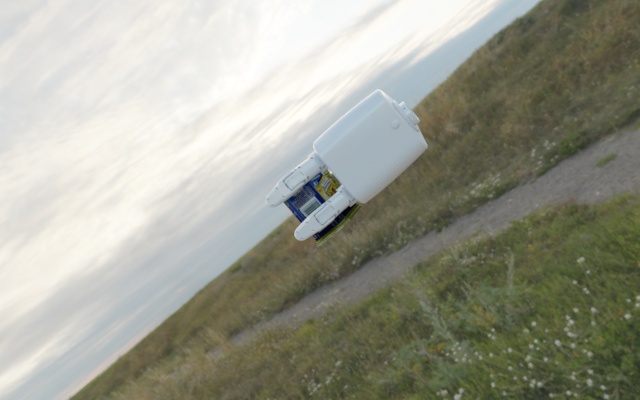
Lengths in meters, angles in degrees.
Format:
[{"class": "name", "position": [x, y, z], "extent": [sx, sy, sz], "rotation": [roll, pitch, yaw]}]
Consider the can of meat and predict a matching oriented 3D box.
[{"class": "can of meat", "position": [0.000, 0.002, 0.637], "extent": [0.057, 0.084, 0.102], "rotation": [-40, 0, 22]}]
